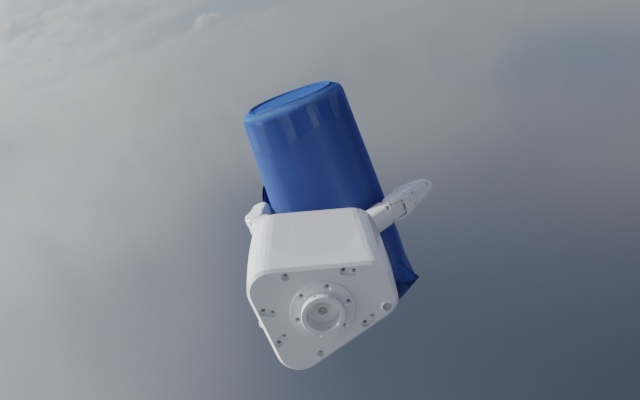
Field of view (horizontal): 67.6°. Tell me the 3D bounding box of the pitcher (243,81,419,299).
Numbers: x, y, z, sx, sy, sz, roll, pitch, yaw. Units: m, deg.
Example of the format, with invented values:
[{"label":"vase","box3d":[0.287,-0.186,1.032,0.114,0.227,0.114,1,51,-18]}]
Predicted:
[{"label":"pitcher","box3d":[0.000,0.002,0.531,0.149,0.243,0.145,-19,19,3]}]
